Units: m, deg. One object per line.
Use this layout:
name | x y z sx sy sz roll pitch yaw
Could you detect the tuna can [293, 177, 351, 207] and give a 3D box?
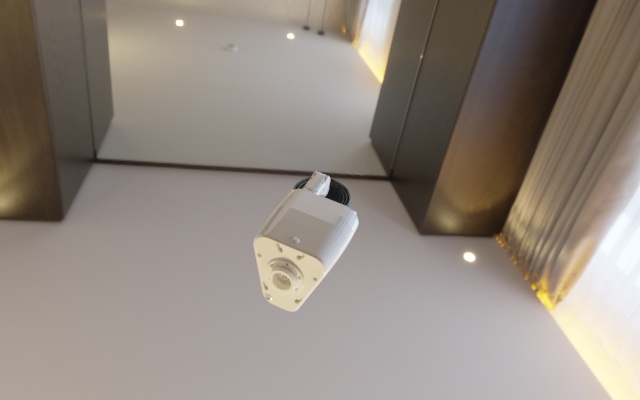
tuna can | 0.000 0.003 0.716 0.086 0.034 0.086 6 38 -4
